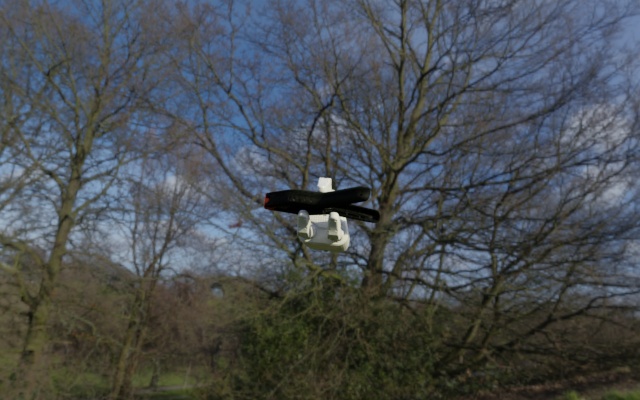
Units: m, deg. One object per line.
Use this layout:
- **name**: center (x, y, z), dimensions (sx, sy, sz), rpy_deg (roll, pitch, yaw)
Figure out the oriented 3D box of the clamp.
- **clamp**: center (0.000, 0.002, 0.834), dimensions (0.210, 0.036, 0.165), rpy_deg (5, -16, 7)
